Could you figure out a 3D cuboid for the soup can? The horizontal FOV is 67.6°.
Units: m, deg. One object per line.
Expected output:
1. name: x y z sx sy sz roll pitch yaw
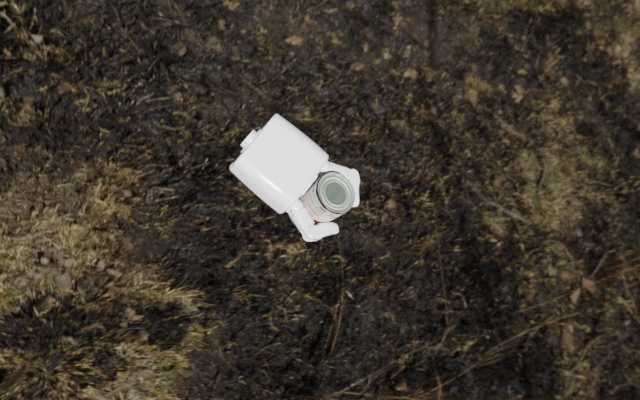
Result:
1. soup can: 0.001 0.003 0.750 0.068 0.068 0.102 0 -17 -30
